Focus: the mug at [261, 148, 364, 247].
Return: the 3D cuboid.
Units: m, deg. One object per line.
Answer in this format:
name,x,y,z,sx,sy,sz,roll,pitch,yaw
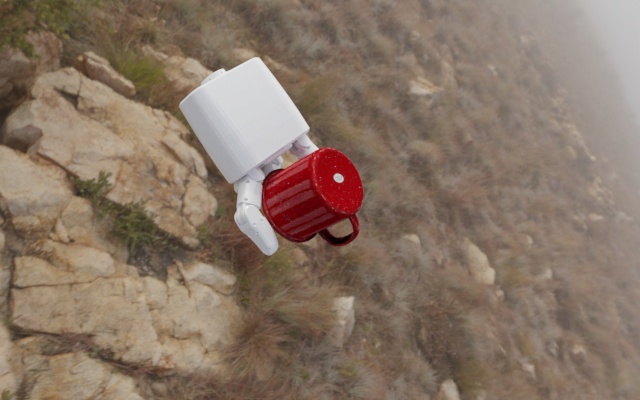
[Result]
mug,0.001,0.003,0.538,0.081,0.117,0.093,-26,12,41
